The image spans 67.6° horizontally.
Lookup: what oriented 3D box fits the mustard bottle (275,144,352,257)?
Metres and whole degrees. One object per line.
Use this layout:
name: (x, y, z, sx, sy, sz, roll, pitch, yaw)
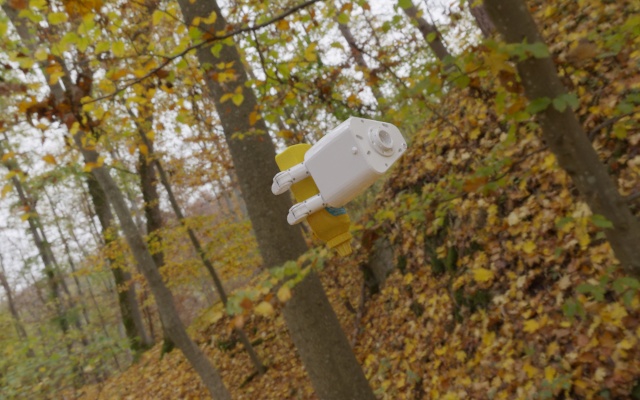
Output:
mustard bottle: (0.000, 0.002, 0.777, 0.058, 0.191, 0.096, -31, -9, 21)
